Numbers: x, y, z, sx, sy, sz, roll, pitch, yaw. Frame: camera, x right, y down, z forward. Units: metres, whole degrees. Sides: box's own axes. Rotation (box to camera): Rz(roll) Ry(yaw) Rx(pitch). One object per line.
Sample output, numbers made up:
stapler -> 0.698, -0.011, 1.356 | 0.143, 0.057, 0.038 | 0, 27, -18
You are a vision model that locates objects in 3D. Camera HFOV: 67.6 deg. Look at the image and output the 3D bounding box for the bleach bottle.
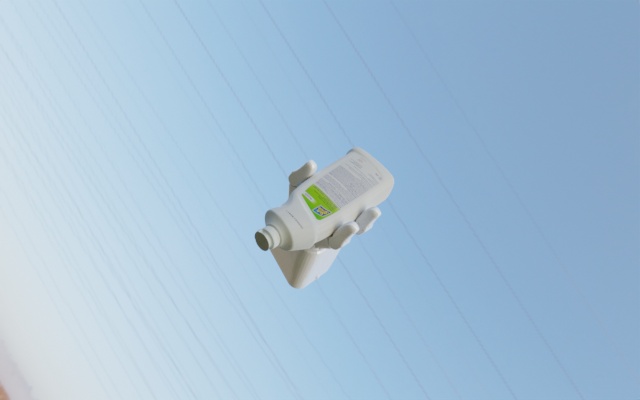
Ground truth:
bleach bottle -> 0.000, 0.002, 0.711 | 0.102, 0.068, 0.250 | 42, 46, 21
